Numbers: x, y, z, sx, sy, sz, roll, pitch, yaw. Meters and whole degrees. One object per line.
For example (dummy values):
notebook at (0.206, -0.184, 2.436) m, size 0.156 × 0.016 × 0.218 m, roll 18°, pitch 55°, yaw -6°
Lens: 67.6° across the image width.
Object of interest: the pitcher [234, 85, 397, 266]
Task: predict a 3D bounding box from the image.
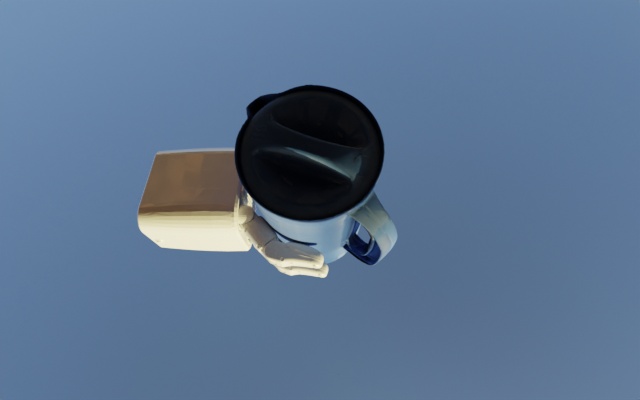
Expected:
pitcher at (0.000, 0.002, 0.523) m, size 0.145 × 0.149 × 0.243 m, roll 0°, pitch -20°, yaw 2°
